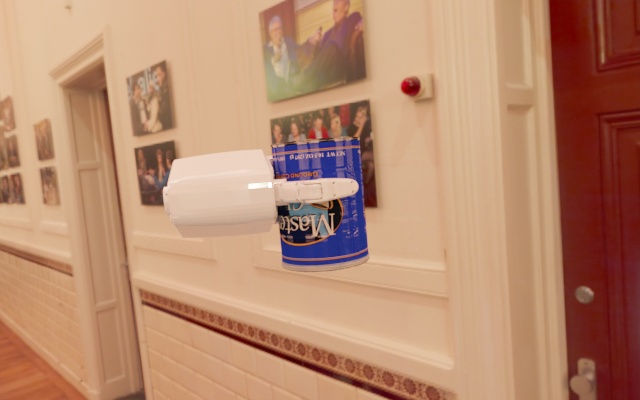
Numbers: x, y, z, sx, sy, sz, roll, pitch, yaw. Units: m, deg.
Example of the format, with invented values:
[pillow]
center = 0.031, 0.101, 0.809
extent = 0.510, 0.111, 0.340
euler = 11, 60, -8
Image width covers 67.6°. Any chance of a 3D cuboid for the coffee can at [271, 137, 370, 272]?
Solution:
[coffee can]
center = 0.000, 0.002, 0.549
extent = 0.103, 0.140, 0.103
euler = -5, 5, 0
